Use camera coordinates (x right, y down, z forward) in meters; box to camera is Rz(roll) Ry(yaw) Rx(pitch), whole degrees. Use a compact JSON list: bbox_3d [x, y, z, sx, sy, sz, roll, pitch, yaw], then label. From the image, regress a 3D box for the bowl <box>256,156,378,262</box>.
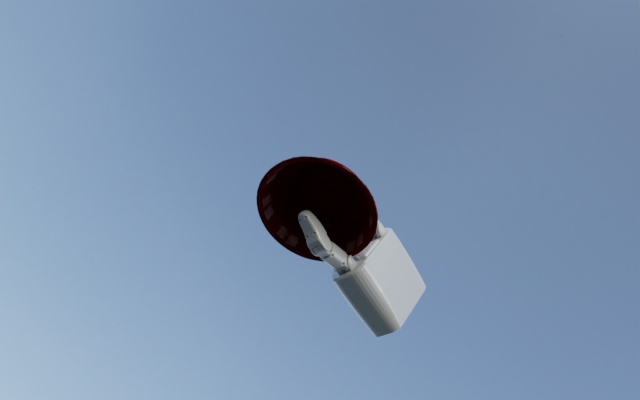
[{"bbox_3d":[0.000,0.001,0.630,0.162,0.162,0.055,0,33,18],"label":"bowl"}]
